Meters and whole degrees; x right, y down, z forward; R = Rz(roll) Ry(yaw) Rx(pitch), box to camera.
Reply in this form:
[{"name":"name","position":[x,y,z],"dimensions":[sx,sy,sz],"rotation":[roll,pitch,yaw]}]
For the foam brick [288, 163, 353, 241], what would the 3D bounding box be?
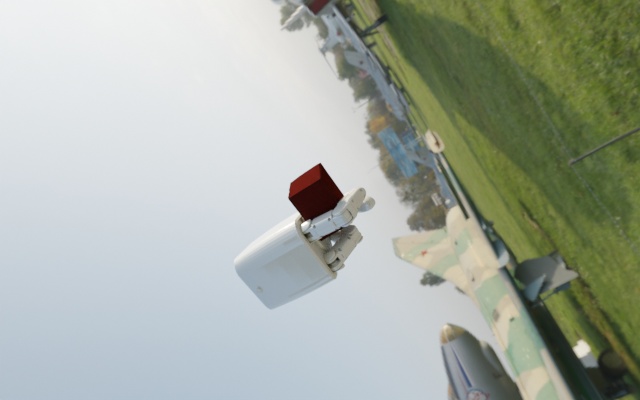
[{"name":"foam brick","position":[0.000,0.002,0.625],"dimensions":[0.051,0.078,0.053],"rotation":[-30,22,15]}]
